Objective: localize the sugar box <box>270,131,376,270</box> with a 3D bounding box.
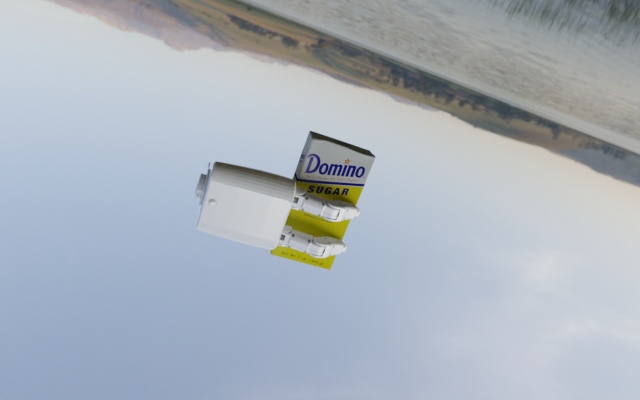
[{"bbox_3d":[0.000,0.002,0.662,0.093,0.176,0.048,16,19,-14],"label":"sugar box"}]
